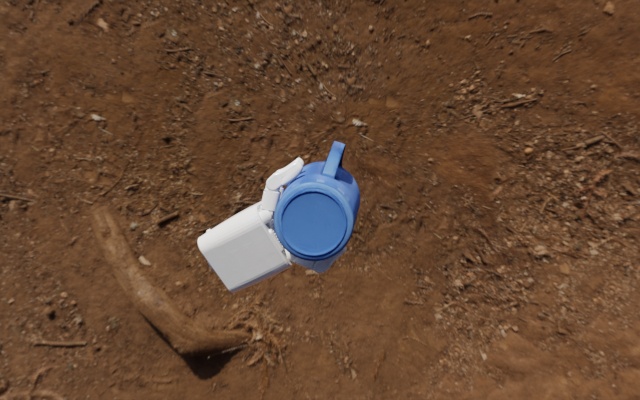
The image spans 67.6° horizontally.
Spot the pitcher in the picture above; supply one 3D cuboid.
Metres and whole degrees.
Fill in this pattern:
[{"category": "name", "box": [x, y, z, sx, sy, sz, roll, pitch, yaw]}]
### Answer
[{"category": "pitcher", "box": [0.000, 0.003, 0.742, 0.145, 0.149, 0.243, -26, 6, 6]}]
